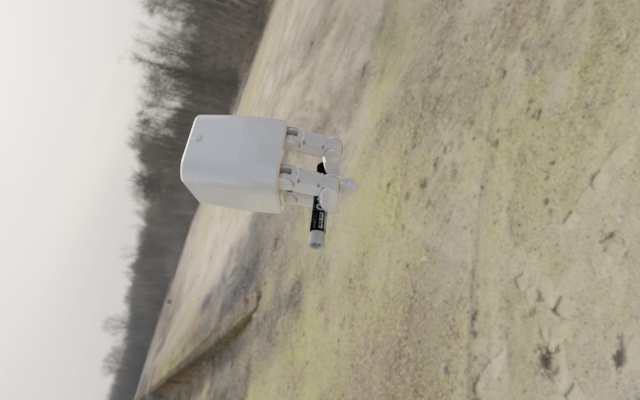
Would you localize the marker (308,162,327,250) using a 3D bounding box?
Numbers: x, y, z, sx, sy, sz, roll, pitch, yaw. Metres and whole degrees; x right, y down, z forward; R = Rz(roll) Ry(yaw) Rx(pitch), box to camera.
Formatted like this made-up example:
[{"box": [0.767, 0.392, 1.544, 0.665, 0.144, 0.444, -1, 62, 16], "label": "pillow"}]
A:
[{"box": [0.000, 0.002, 0.570, 0.020, 0.121, 0.020, 4, -35, 3], "label": "marker"}]
